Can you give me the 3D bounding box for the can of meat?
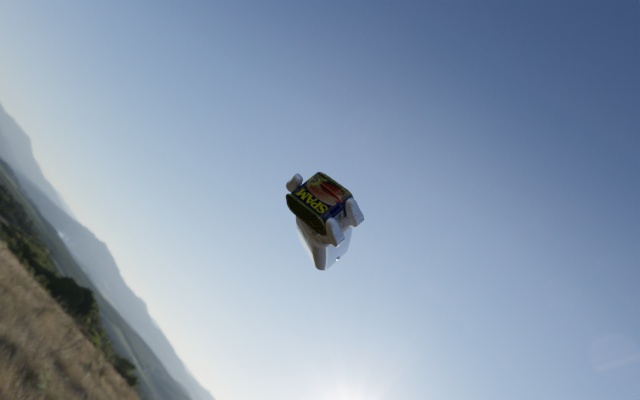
[{"bbox_3d":[0.000,0.003,0.893,0.102,0.057,0.084,37,63,27],"label":"can of meat"}]
